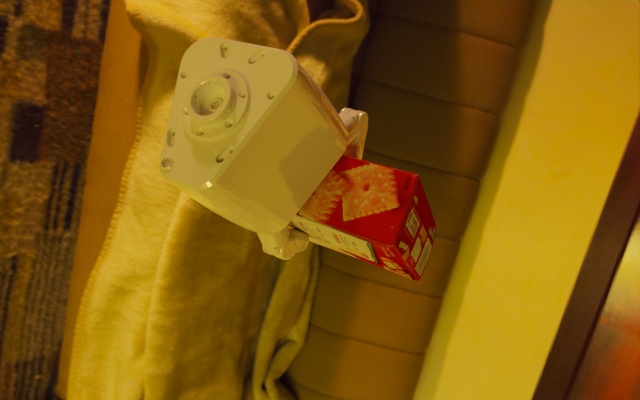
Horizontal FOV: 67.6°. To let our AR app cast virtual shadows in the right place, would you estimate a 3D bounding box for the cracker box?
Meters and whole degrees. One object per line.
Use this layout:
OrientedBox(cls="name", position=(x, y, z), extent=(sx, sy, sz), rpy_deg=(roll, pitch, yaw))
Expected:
OrientedBox(cls="cracker box", position=(0.000, 0.002, 0.479), extent=(0.213, 0.072, 0.164), rpy_deg=(18, -11, 24))
